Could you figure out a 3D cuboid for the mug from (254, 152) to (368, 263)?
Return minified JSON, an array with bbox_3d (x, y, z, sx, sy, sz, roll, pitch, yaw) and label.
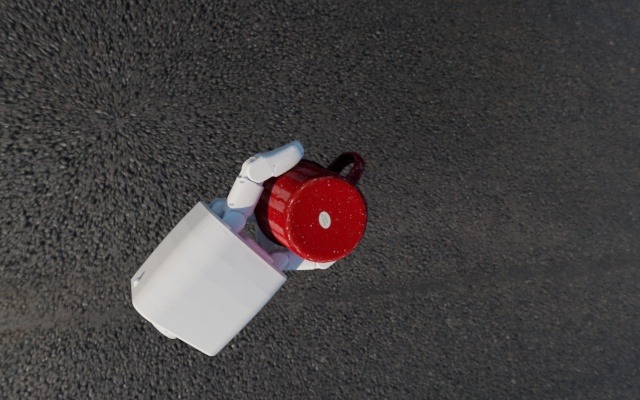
[{"bbox_3d":[0.001,0.000,0.452,0.093,0.117,0.081,45,-9,-23],"label":"mug"}]
